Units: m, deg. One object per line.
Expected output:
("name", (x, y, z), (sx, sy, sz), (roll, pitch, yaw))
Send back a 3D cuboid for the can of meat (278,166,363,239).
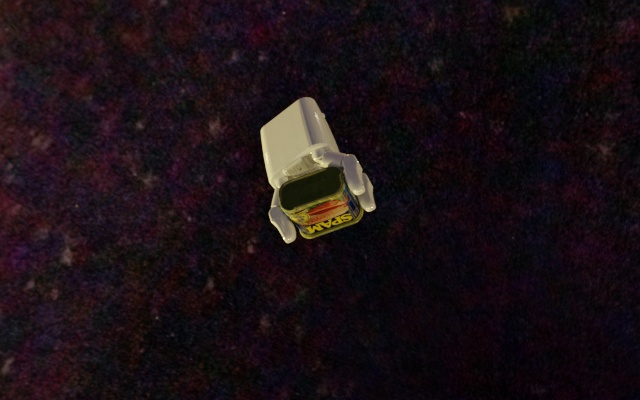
("can of meat", (0.000, 0.002, 0.685), (0.102, 0.057, 0.084), (-20, -34, 12))
